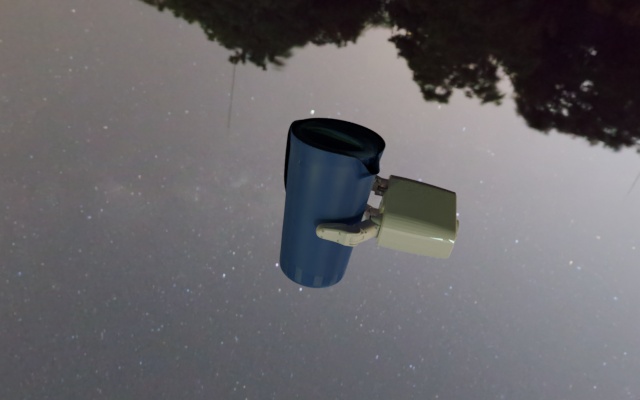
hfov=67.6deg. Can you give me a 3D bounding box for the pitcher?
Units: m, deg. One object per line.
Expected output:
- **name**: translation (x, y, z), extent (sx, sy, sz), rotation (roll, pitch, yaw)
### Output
- **pitcher**: translation (0.000, 0.002, 0.721), extent (0.145, 0.243, 0.149), rotation (12, 29, 1)
